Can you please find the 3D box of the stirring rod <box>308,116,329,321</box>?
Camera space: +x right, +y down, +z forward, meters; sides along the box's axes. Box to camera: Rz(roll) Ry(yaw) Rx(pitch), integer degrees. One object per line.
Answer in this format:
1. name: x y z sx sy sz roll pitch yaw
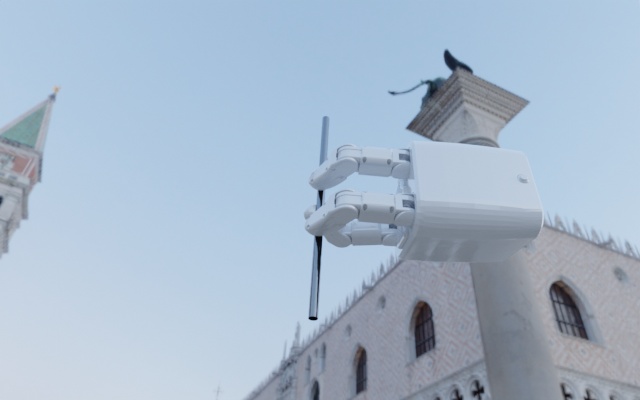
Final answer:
1. stirring rod: 0.000 0.002 0.457 0.011 0.239 0.011 2 -39 2
